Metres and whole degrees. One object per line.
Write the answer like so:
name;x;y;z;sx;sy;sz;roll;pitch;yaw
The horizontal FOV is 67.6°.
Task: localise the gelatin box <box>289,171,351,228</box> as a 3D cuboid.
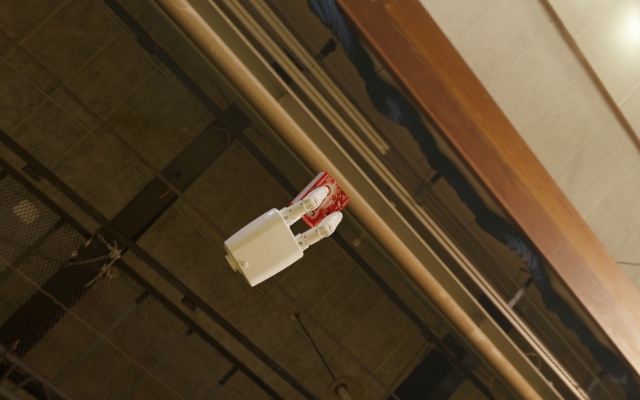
gelatin box;0.000;0.003;0.873;0.073;0.089;0.030;48;-15;-19
